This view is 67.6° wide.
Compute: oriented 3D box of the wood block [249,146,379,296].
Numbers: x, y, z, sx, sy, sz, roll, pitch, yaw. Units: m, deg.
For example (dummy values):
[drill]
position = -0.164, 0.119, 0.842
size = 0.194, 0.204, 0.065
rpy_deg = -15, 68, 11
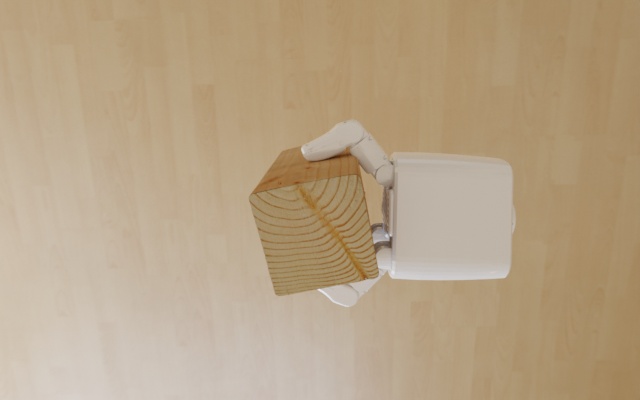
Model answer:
[wood block]
position = 0.000, 0.001, 0.474
size = 0.090, 0.091, 0.206
rpy_deg = -11, 14, 5
